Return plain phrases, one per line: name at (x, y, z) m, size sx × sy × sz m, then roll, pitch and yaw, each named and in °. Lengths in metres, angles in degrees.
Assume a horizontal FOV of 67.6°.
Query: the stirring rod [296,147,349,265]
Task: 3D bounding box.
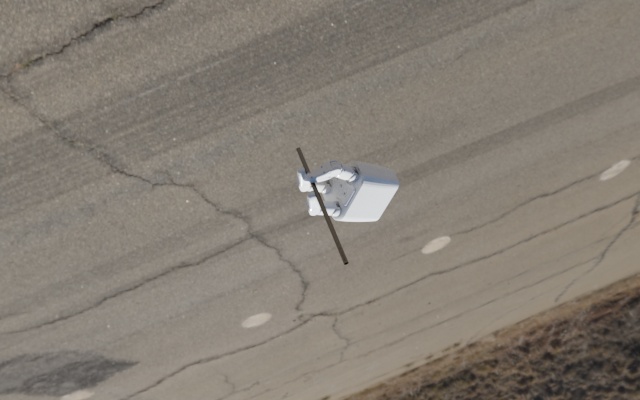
stirring rod at (0.000, 0.003, 0.810) m, size 0.011 × 0.239 × 0.011 m, roll -17°, pitch -30°, yaw -10°
